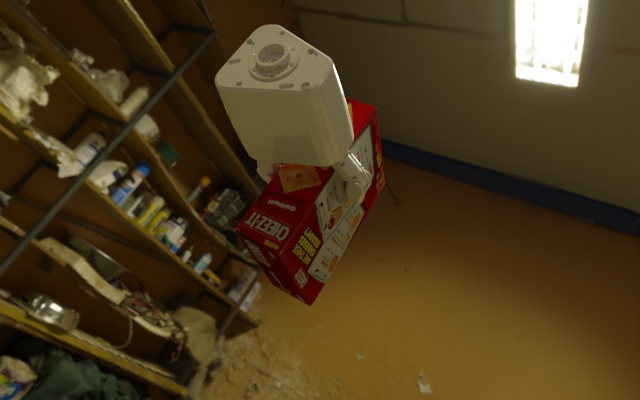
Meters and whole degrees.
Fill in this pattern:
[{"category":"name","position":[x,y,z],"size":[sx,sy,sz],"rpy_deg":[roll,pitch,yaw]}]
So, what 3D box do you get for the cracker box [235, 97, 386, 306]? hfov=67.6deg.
[{"category":"cracker box","position":[0.000,0.002,0.599],"size":[0.072,0.213,0.164],"rpy_deg":[24,-24,24]}]
